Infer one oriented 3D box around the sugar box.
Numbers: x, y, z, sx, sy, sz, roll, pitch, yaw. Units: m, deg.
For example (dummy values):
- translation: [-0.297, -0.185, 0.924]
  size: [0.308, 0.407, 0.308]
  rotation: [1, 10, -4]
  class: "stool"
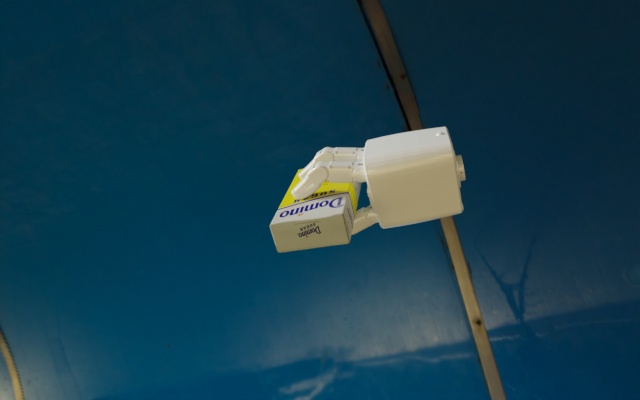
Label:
- translation: [0.000, 0.002, 0.635]
  size: [0.093, 0.048, 0.176]
  rotation: [-9, 21, 13]
  class: "sugar box"
